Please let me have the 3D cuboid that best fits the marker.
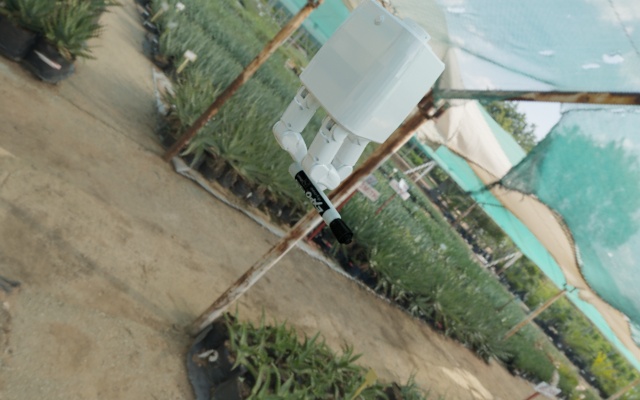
[{"bbox_3d":[0.000,0.002,0.526,0.020,0.020,0.121,0,43,-42],"label":"marker"}]
